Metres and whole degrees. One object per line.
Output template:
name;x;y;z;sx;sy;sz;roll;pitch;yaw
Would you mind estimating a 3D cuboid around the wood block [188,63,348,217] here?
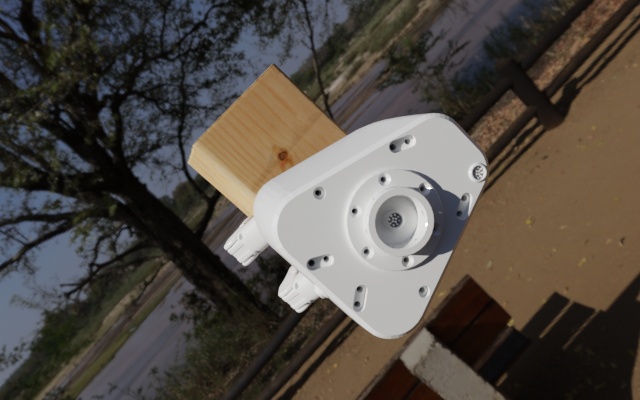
wood block;0.000;0.001;0.401;0.206;0.091;0.090;43;-15;-10
